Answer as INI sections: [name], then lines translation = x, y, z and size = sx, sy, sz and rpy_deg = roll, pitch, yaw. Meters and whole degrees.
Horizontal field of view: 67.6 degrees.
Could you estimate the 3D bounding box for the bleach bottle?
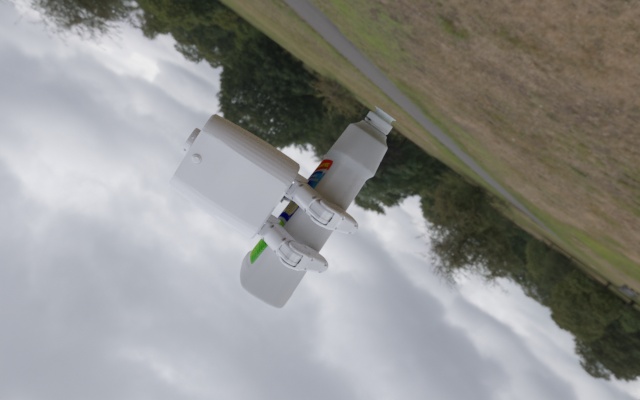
[bleach bottle]
translation = 0.000, 0.002, 0.557
size = 0.068, 0.251, 0.102
rpy_deg = 33, 11, -11
